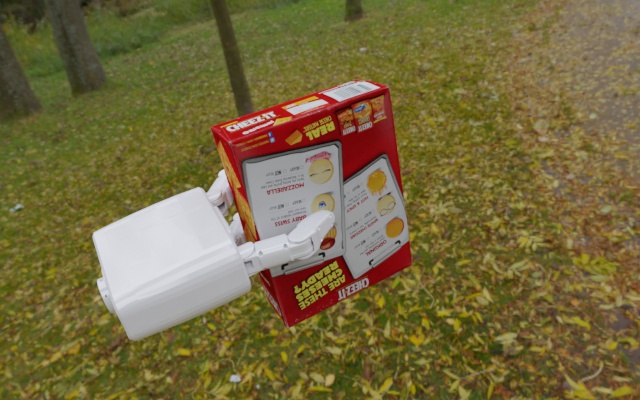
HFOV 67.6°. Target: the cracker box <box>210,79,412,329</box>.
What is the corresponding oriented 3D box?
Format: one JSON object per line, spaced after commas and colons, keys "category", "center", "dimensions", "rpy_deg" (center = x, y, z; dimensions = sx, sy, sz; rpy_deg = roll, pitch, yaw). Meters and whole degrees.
{"category": "cracker box", "center": [0.000, 0.002, 0.496], "dimensions": [0.164, 0.214, 0.072], "rpy_deg": [-23, 30, -18]}
